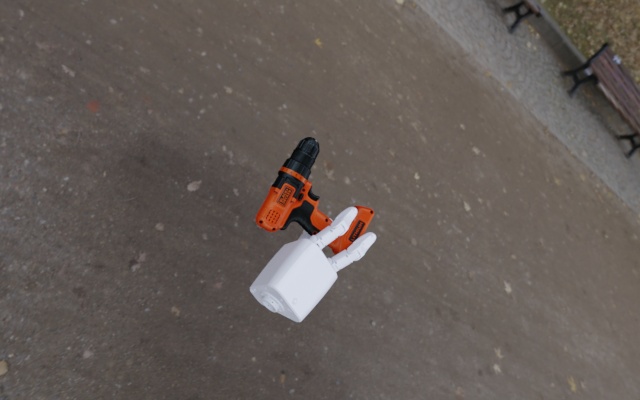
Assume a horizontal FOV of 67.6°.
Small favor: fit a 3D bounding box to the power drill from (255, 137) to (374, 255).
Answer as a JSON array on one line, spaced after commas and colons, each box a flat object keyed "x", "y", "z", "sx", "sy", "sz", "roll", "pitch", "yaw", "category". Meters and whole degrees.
[{"x": 0.000, "y": 0.003, "z": 0.859, "sx": 0.188, "sy": 0.184, "sz": 0.057, "roll": 31, "pitch": -7, "yaw": -14, "category": "power drill"}]
